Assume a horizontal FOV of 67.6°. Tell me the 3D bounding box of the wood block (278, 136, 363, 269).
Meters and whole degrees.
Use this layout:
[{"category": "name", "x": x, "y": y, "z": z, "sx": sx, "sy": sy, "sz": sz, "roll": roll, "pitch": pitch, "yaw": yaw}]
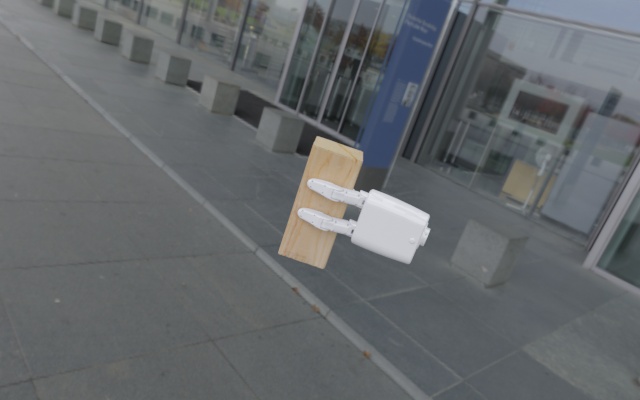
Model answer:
[{"category": "wood block", "x": 0.001, "y": 0.003, "z": 0.854, "sx": 0.090, "sy": 0.206, "sz": 0.090, "roll": 19, "pitch": 18, "yaw": -1}]
